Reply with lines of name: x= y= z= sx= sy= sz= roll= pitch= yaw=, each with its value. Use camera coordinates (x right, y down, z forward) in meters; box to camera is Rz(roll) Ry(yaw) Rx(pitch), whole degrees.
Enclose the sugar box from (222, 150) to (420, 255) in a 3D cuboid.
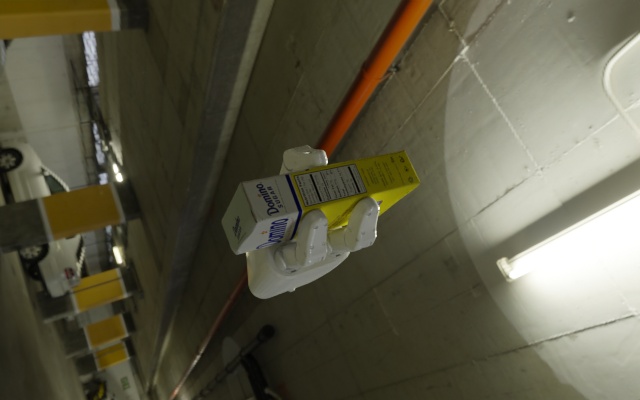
sugar box: x=0.000 y=0.002 z=0.467 sx=0.176 sy=0.048 sz=0.093 roll=-16 pitch=-16 yaw=-28
